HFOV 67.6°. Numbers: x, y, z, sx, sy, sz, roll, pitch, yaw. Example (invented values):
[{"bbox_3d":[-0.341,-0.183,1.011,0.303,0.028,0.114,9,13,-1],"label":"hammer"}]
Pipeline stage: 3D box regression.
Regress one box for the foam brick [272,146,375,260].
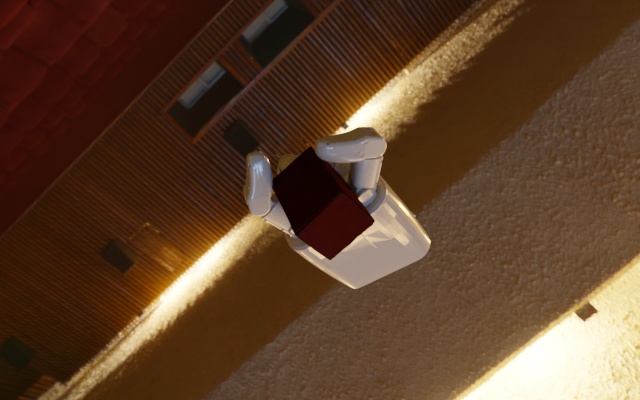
[{"bbox_3d":[0.000,0.002,0.409,0.051,0.053,0.078,42,11,-39],"label":"foam brick"}]
